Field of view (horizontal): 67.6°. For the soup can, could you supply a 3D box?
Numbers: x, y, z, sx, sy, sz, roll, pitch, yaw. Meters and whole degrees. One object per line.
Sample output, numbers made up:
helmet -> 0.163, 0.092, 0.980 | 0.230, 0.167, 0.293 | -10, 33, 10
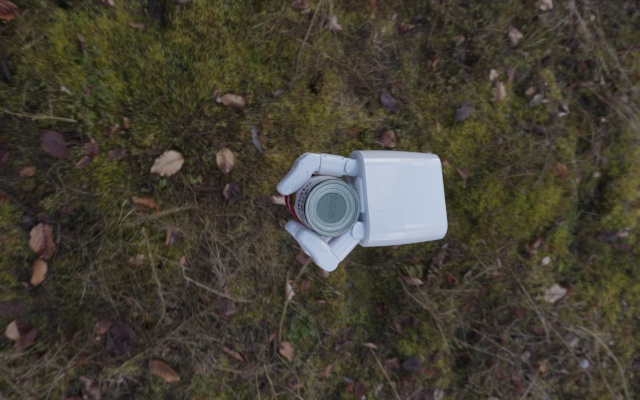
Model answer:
soup can -> 0.000, 0.002, 0.575 | 0.068, 0.068, 0.102 | 0, 8, -16
